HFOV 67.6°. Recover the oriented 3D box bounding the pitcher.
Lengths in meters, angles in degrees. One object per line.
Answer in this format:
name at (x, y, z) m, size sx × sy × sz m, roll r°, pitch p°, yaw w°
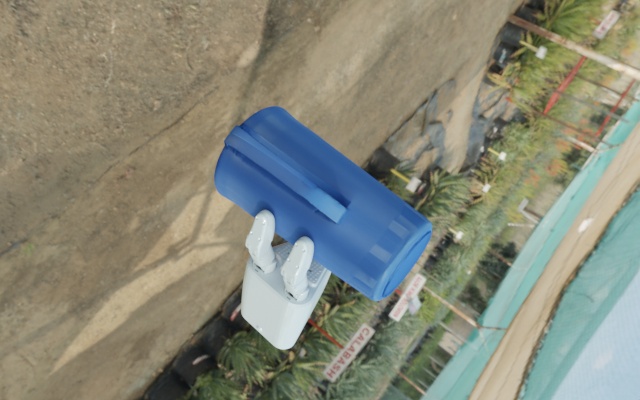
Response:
pitcher at (0.000, 0.002, 0.550) m, size 0.242 × 0.145 × 0.149 m, roll 36°, pitch 42°, yaw 20°
